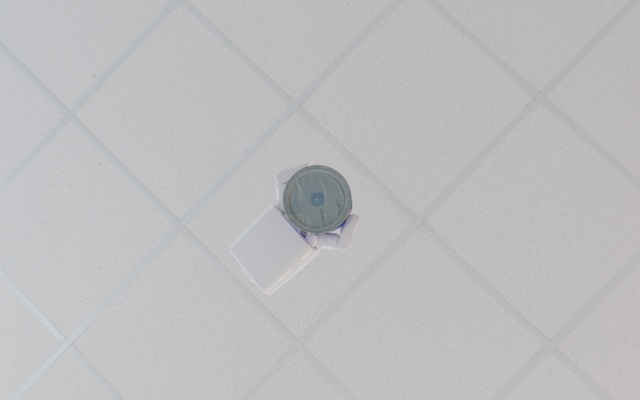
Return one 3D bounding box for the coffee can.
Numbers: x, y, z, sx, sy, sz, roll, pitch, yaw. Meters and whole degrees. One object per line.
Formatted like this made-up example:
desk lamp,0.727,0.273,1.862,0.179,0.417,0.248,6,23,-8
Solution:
coffee can,0.000,0.002,0.773,0.103,0.103,0.140,0,-3,4
